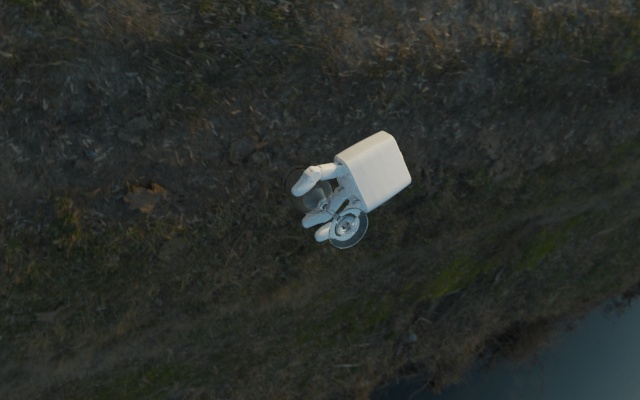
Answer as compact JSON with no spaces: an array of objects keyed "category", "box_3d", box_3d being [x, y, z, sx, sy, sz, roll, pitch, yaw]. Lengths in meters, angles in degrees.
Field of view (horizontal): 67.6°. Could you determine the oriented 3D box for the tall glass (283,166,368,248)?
[{"category":"tall glass","box_3d":[0.000,0.003,0.848,0.079,0.079,0.201,0,25,-31]}]
